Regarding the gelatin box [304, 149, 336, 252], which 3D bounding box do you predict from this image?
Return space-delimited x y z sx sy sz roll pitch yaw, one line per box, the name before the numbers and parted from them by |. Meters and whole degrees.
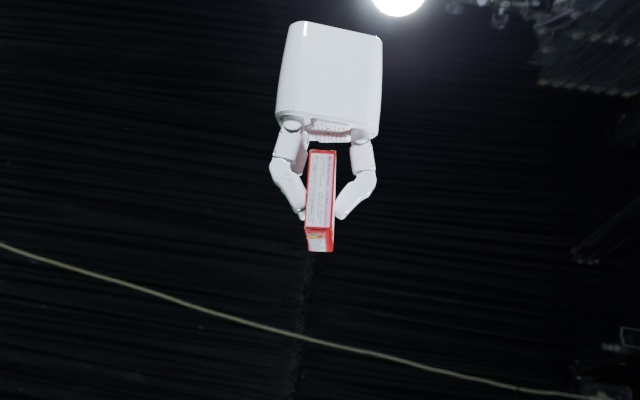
gelatin box | 0.001 0.002 0.503 0.030 0.089 0.073 2 -23 2
